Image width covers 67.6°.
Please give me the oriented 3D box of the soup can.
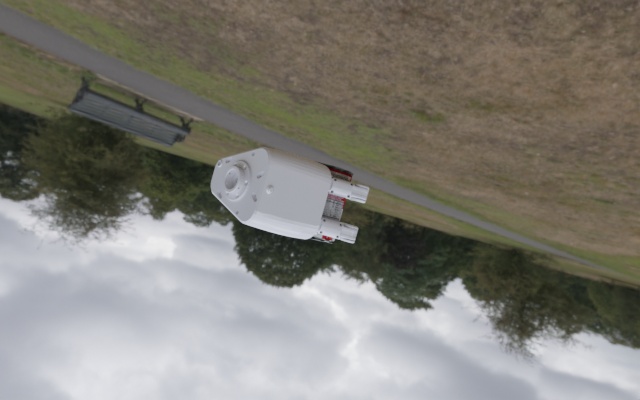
[{"bbox_3d":[0.000,0.003,0.665,0.068,0.102,0.068,15,-1,0],"label":"soup can"}]
